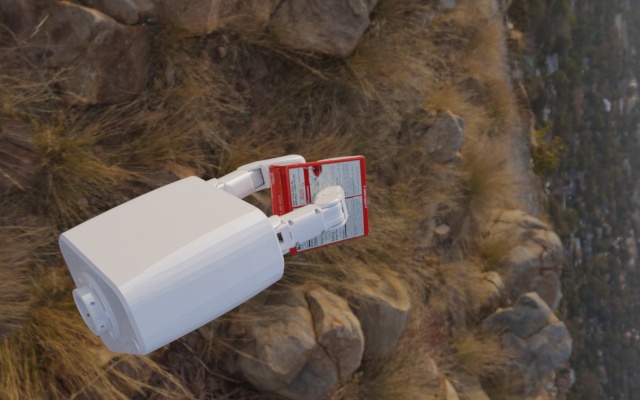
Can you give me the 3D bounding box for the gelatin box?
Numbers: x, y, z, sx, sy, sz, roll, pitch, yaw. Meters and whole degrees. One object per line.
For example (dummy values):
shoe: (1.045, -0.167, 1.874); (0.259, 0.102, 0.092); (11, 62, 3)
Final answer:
gelatin box: (0.001, 0.001, 0.416); (0.089, 0.073, 0.030); (-11, 10, -37)
